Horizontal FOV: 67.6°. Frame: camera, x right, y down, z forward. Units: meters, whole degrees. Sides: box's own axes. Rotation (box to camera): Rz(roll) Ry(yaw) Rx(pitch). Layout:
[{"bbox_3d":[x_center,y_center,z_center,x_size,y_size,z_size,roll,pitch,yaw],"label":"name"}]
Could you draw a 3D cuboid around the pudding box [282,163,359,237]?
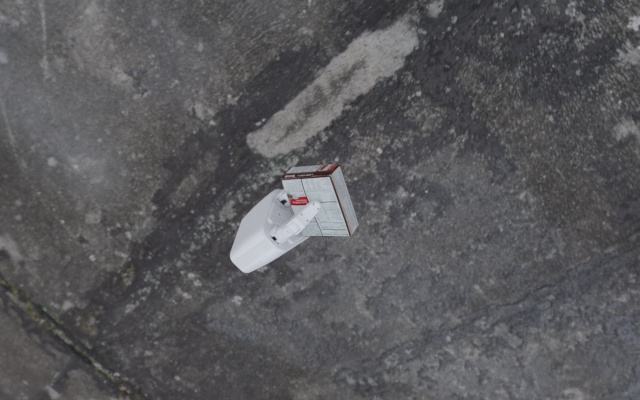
[{"bbox_3d":[0.000,0.002,0.727,0.090,0.113,0.039,-3,33,30],"label":"pudding box"}]
